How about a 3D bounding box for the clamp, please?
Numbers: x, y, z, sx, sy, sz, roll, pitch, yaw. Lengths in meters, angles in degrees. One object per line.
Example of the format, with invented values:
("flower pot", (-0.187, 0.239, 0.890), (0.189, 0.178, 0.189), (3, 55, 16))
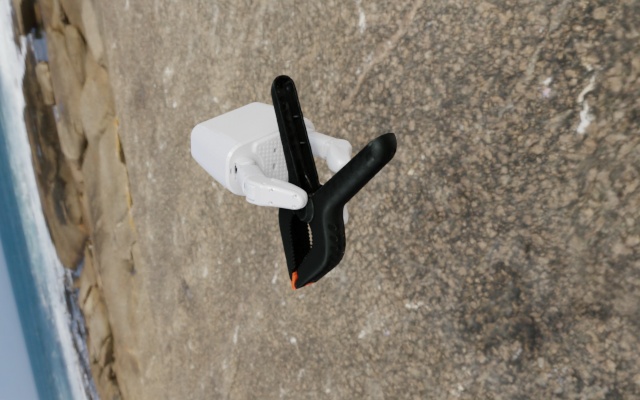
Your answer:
("clamp", (-0.001, 0.002, 0.449), (0.036, 0.210, 0.164), (-13, 29, -33))
